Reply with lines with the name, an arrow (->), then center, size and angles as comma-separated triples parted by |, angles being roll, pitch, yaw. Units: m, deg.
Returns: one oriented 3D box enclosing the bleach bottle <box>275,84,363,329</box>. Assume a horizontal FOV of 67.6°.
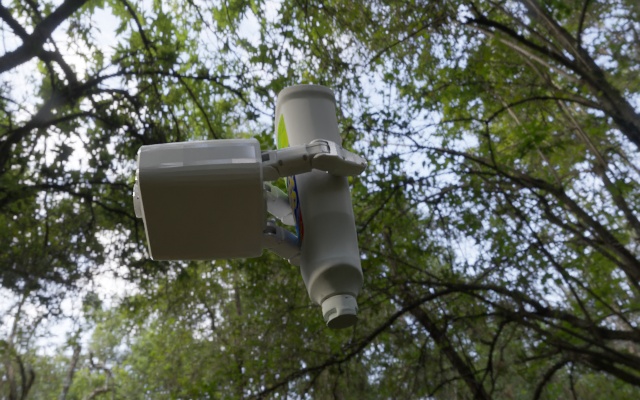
bleach bottle -> 0.000, 0.002, 0.479 | 0.068, 0.250, 0.103 | -3, -38, -11
